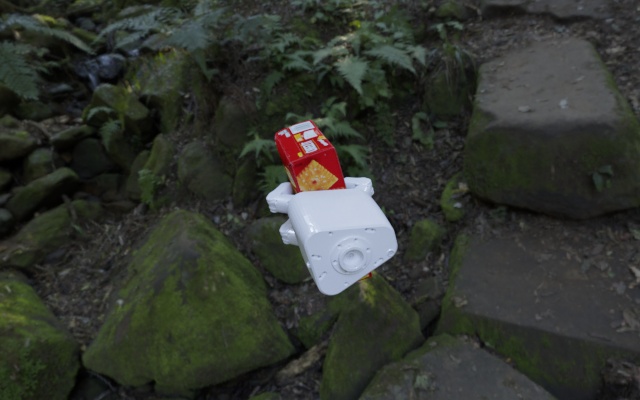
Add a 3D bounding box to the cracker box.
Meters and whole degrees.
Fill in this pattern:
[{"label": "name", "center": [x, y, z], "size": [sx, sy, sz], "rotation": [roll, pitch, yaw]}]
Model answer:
[{"label": "cracker box", "center": [0.000, 0.002, 0.728], "size": [0.072, 0.214, 0.164], "rotation": [-19, 26, -5]}]
